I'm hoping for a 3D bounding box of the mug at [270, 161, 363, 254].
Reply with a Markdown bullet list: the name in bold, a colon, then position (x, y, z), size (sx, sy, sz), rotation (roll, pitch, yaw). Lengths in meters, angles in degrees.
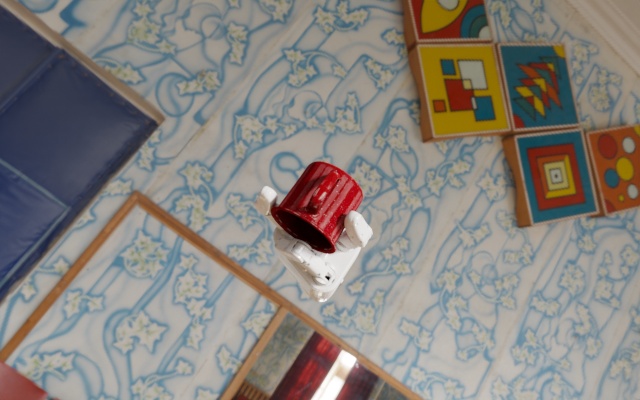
- **mug**: position (0.000, 0.001, 0.575), size (0.093, 0.081, 0.117), rotation (31, -21, 8)
